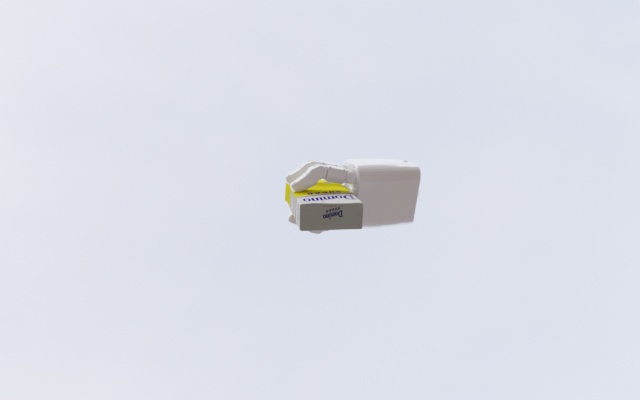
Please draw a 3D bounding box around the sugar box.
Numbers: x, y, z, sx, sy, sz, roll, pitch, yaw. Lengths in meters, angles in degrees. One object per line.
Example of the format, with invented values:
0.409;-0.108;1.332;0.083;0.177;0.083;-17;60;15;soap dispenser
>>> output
0.000;0.002;0.745;0.093;0.048;0.176;-1;11;-11;sugar box
